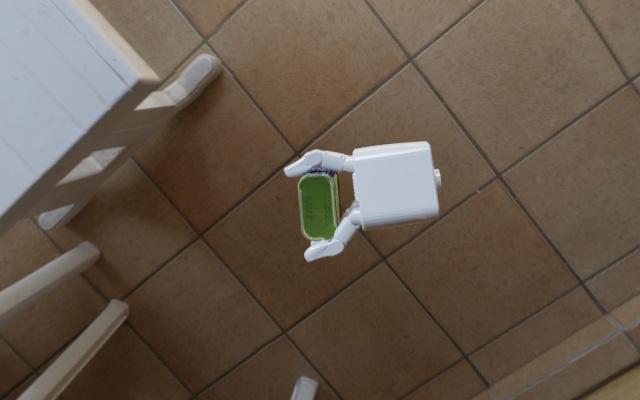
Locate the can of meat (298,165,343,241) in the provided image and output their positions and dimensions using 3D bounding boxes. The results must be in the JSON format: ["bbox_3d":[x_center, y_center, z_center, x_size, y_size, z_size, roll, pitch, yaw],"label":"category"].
[{"bbox_3d":[0.000,0.002,0.706,0.057,0.102,0.084,-4,12,6],"label":"can of meat"}]
